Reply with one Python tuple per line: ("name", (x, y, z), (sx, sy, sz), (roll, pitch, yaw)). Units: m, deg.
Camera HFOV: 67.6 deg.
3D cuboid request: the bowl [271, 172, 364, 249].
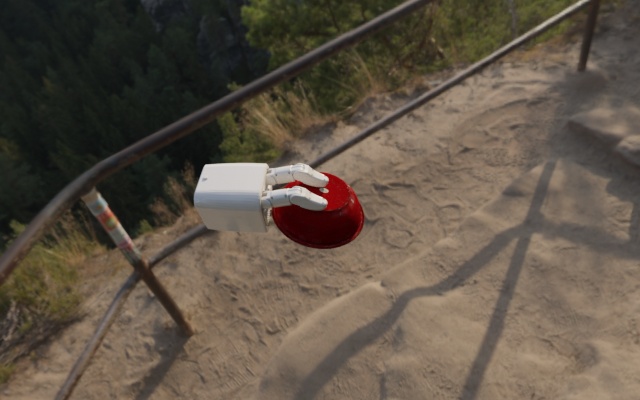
("bowl", (0.001, 0.002, 0.801), (0.162, 0.162, 0.055), (0, -44, -12))
